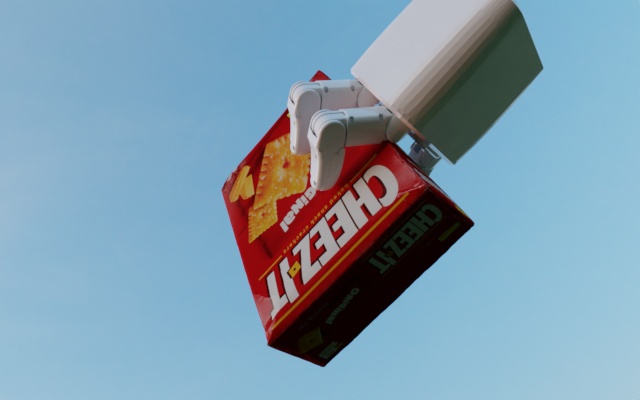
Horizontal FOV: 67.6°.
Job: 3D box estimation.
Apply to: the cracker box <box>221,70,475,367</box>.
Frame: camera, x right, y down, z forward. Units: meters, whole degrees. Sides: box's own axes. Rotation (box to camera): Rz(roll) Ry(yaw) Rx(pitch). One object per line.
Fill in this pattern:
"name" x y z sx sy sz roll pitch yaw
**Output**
"cracker box" 0.000 0.001 0.416 0.072 0.164 0.213 32 17 -36
